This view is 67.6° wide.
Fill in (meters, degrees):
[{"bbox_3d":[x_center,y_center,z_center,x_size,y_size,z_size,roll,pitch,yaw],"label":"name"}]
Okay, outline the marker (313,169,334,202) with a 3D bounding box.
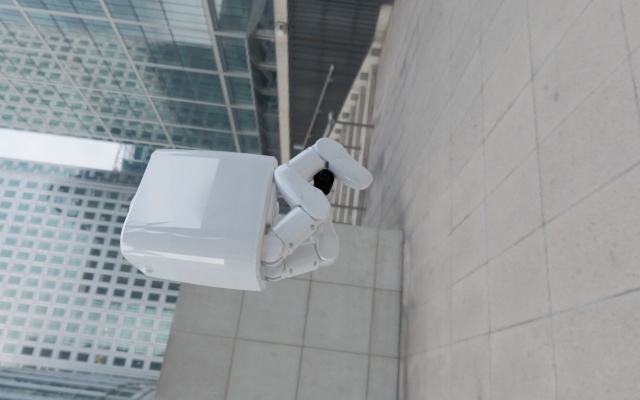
[{"bbox_3d":[0.000,0.002,0.471,0.020,0.020,0.121,0,-23,-3],"label":"marker"}]
